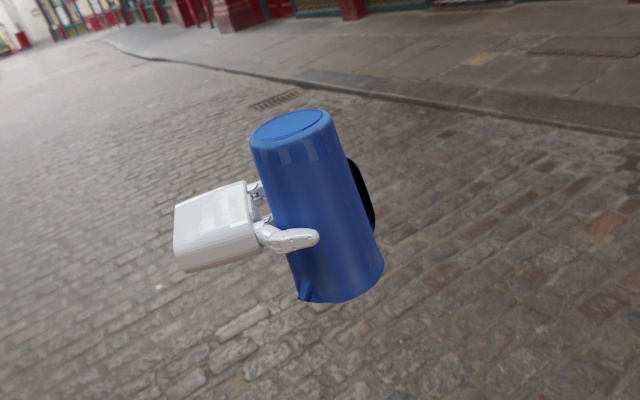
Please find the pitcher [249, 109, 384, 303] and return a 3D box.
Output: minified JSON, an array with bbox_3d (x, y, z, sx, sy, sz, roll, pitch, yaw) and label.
[{"bbox_3d":[0.000,0.002,0.645,0.145,0.243,0.149,-18,27,1],"label":"pitcher"}]
